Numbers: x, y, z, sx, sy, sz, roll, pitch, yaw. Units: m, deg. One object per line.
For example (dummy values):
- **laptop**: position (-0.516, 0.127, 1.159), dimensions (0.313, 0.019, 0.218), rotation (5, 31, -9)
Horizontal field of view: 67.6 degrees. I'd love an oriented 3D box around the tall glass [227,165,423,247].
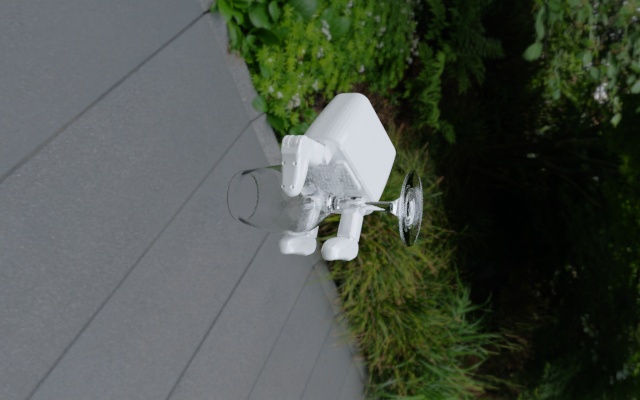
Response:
- **tall glass**: position (0.001, 0.002, 0.504), dimensions (0.201, 0.079, 0.079), rotation (4, 2, 26)
